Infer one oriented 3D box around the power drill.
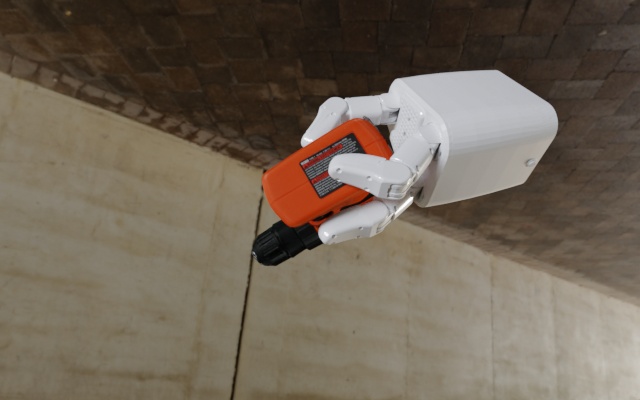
[{"bbox_3d":[0.000,0.001,0.460,0.184,0.057,0.188,-33,-11,-2],"label":"power drill"}]
